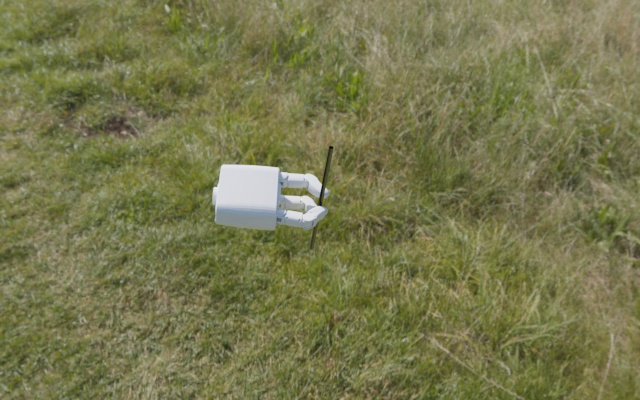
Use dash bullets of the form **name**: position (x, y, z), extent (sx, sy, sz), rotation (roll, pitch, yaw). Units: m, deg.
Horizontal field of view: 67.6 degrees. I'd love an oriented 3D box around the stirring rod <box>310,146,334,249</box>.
- **stirring rod**: position (0.000, 0.003, 0.865), extent (0.011, 0.240, 0.011), rotation (6, 40, -5)
